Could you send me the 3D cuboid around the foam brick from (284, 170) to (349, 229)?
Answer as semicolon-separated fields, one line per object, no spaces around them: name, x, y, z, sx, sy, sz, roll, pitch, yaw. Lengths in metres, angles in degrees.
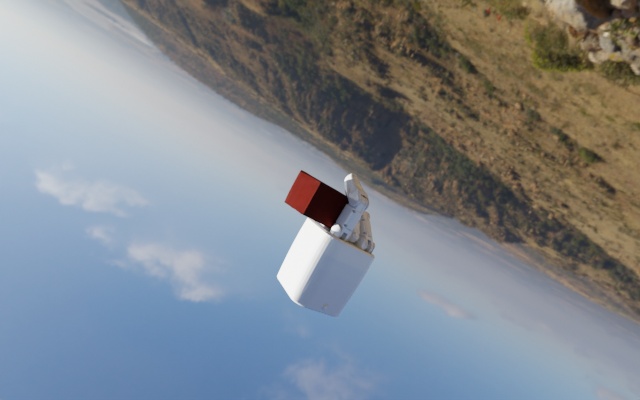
foam brick;0.000;0.002;0.663;0.078;0.051;0.053;29;3;-40
